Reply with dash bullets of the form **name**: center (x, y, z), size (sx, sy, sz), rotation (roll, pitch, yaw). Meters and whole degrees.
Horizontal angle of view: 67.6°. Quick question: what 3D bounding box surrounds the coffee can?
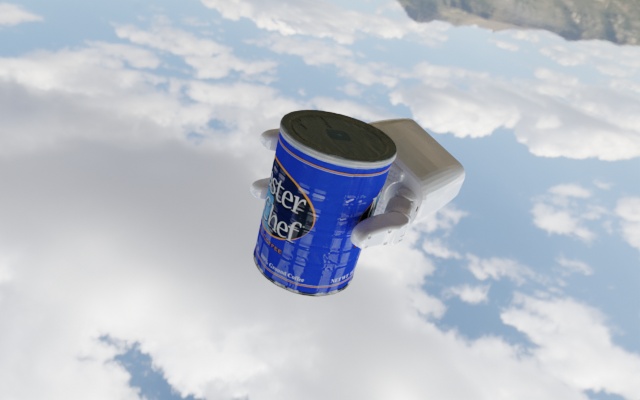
- **coffee can**: center (0.000, 0.001, 0.440), size (0.103, 0.140, 0.102), rotation (12, 29, -7)
